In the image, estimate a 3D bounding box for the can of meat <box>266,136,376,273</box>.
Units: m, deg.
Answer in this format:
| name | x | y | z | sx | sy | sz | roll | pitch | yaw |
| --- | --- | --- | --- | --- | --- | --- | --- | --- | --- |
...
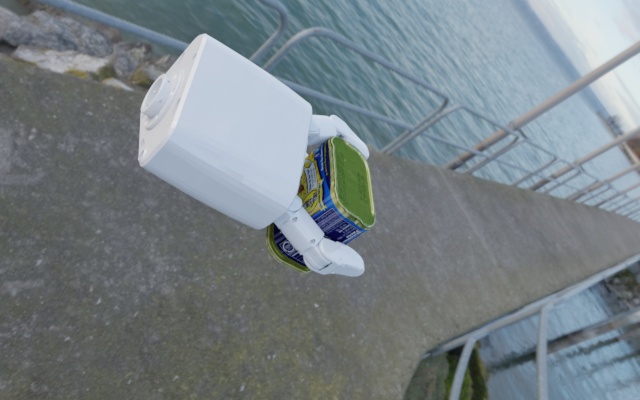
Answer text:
| name | x | y | z | sx | sy | sz | roll | pitch | yaw |
| --- | --- | --- | --- | --- | --- | --- | --- | --- | --- |
| can of meat | 0.000 | 0.001 | 0.434 | 0.057 | 0.102 | 0.084 | 33 | -53 | -31 |
